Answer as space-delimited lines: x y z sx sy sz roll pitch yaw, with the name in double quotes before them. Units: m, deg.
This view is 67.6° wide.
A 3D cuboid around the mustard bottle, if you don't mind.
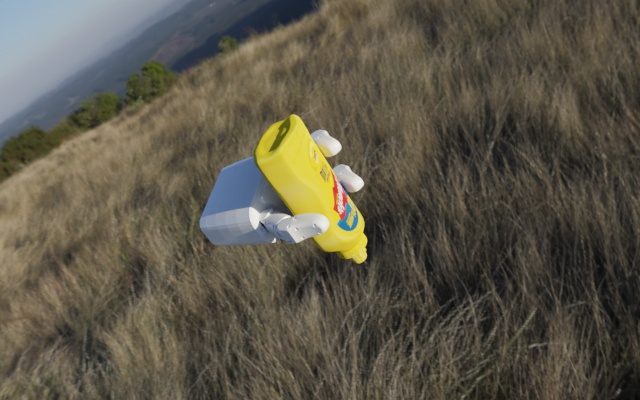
"mustard bottle" 0.000 0.002 0.548 0.058 0.192 0.096 -24 28 19
